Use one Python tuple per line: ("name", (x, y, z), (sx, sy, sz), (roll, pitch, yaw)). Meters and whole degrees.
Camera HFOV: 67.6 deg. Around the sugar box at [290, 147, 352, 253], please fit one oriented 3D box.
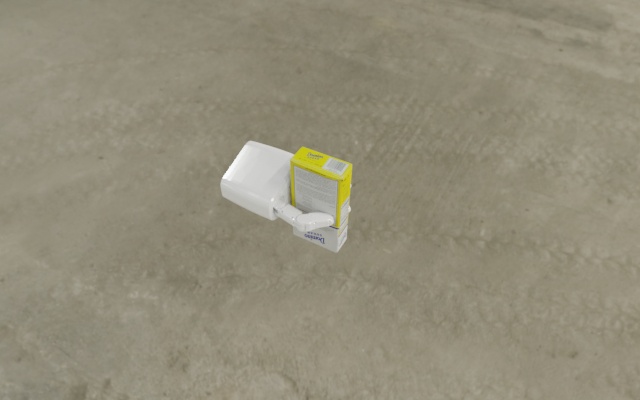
("sugar box", (0.000, 0.002, 0.797), (0.093, 0.176, 0.048), (22, 51, 19))
